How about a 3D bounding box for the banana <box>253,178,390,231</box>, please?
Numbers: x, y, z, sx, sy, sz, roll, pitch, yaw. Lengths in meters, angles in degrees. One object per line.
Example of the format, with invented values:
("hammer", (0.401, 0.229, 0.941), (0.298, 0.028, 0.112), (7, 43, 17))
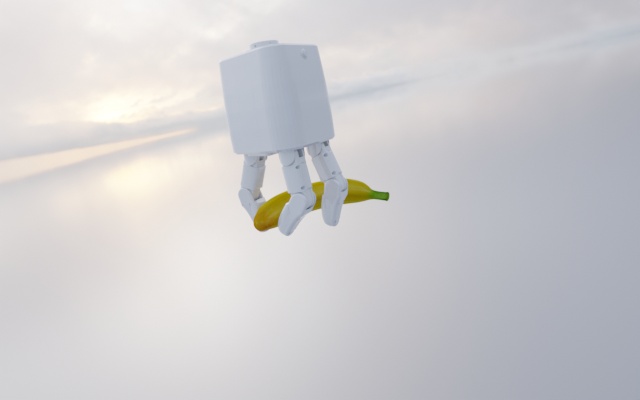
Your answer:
("banana", (-0.008, -0.001, 0.597), (0.198, 0.037, 0.069), (-14, 14, -33))
